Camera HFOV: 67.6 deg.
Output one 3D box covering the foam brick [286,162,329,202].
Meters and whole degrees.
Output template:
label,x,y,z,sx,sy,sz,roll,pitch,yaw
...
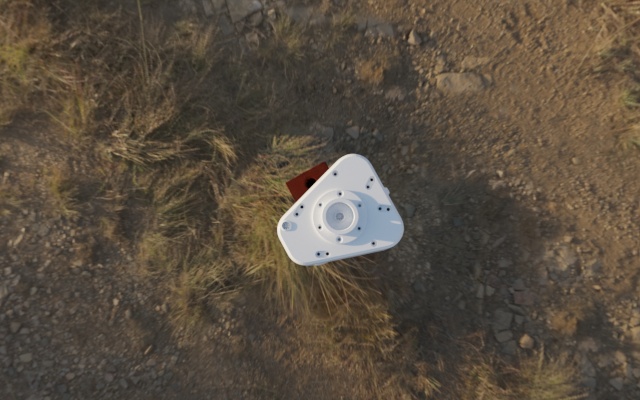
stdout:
label,x,y,z,sx,sy,sz,roll,pitch,yaw
foam brick,0.000,0.002,0.557,0.053,0.078,0.051,-29,-4,-2
